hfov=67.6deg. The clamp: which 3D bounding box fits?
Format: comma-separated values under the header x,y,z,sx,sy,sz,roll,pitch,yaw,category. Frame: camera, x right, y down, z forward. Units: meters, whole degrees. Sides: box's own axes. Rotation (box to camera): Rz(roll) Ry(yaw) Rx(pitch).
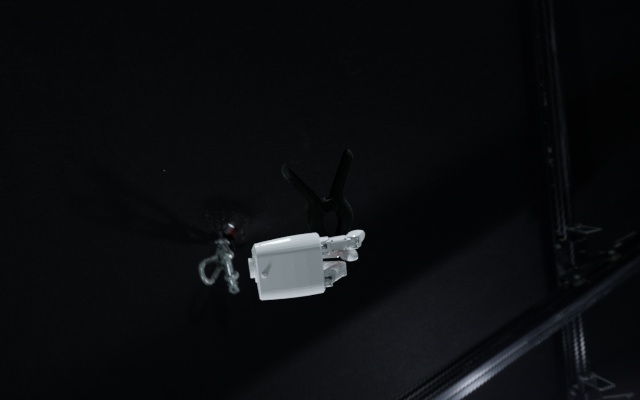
x,y,z,sx,sy,sz,roll,pitch,yaw,category
0.000,0.003,0.799,0.120,0.171,0.039,-5,6,-4,clamp
